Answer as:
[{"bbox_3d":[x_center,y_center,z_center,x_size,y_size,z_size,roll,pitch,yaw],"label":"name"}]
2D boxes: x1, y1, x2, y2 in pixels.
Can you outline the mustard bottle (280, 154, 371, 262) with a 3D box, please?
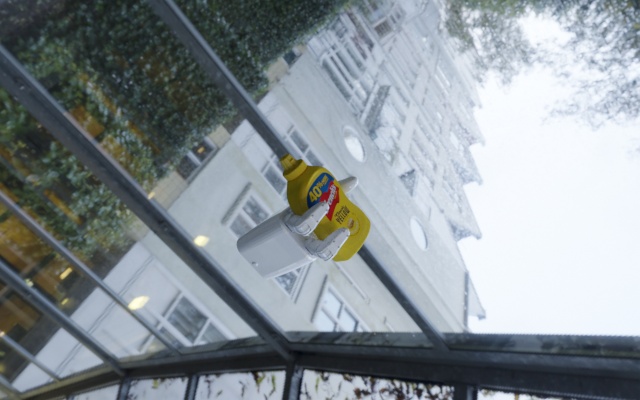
[{"bbox_3d":[0.001,0.003,0.770,0.058,0.192,0.096,-14,31,50],"label":"mustard bottle"}]
